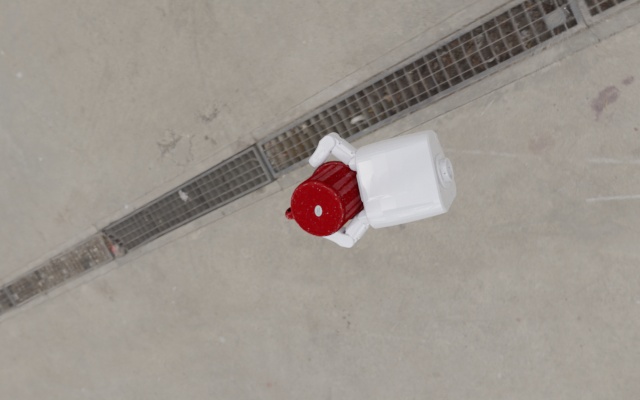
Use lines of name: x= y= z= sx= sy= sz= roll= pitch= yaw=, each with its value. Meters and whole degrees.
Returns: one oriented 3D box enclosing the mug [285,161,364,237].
mug: x=-0.001 y=0.003 z=0.674 sx=0.117 sy=0.093 sz=0.081 roll=-15 pitch=12 yaw=29
